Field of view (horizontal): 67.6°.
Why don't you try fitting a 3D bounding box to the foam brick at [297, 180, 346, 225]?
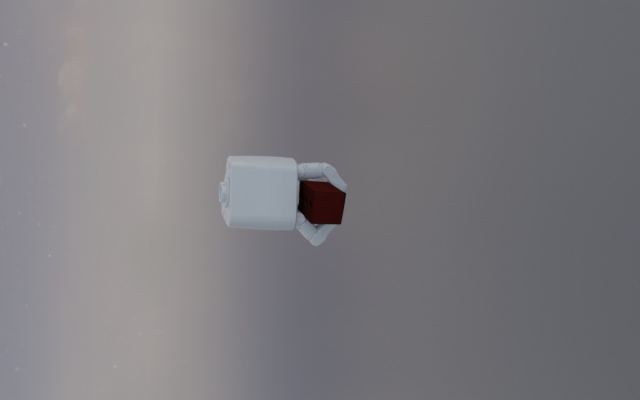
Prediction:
[{"bbox_3d":[0.000,0.002,0.756,0.051,0.053,0.078,3,14,-20],"label":"foam brick"}]
